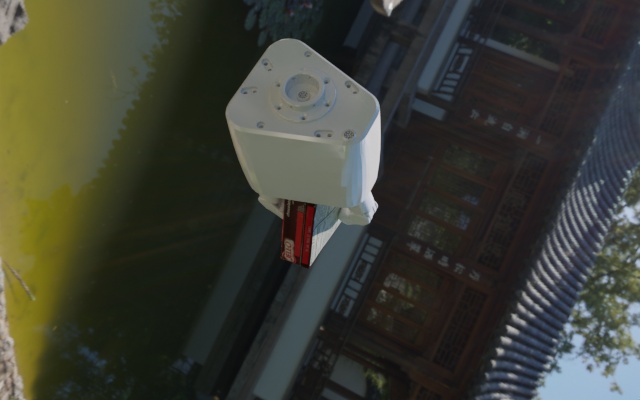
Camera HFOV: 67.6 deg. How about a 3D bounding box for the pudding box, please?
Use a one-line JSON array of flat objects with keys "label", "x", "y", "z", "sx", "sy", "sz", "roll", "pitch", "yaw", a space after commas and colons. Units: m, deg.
[{"label": "pudding box", "x": 0.000, "y": 0.002, "z": 0.499, "sx": 0.039, "sy": 0.090, "sz": 0.113, "roll": 23, "pitch": 41, "yaw": 17}]
